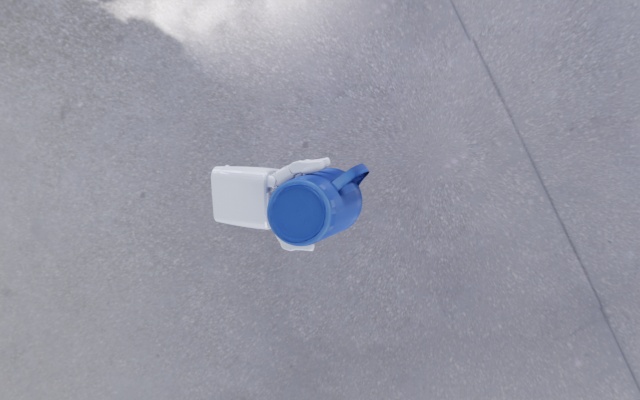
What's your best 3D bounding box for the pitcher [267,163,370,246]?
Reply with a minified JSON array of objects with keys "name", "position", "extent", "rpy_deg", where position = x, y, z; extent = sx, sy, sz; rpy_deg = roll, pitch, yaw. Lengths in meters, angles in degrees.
[{"name":"pitcher","position":[0.000,0.003,0.859],"extent":[0.145,0.149,0.243],"rpy_deg":[7,7,13]}]
